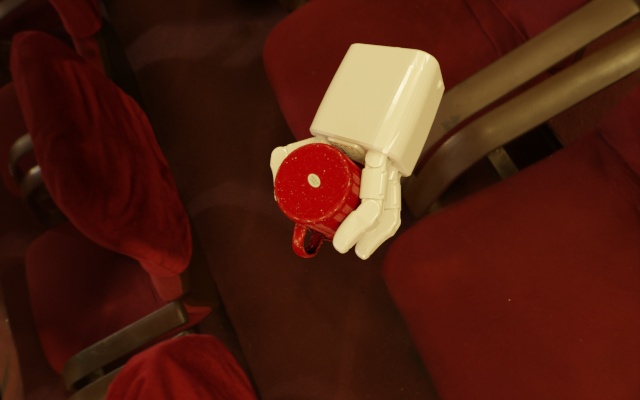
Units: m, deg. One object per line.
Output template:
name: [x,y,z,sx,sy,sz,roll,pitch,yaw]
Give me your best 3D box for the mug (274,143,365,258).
mug: [-0.001,0.003,0.486,0.093,0.117,0.081,22,-4,24]
